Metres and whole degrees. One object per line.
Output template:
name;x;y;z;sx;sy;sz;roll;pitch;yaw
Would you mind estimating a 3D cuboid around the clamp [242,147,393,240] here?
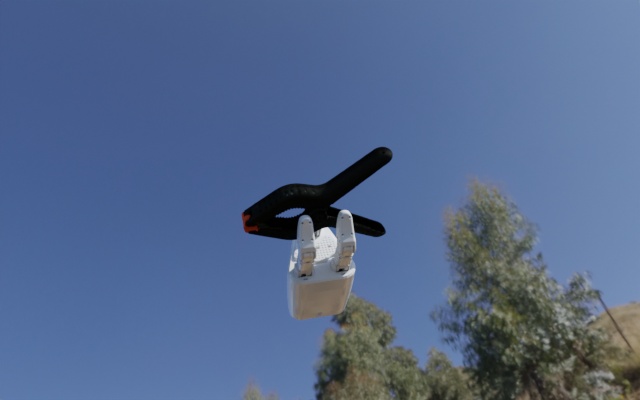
clamp;-0.001;0.002;0.641;0.210;0.165;0.036;-6;45;-12
